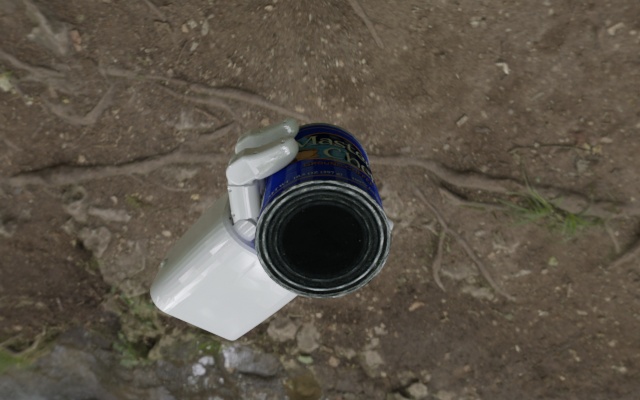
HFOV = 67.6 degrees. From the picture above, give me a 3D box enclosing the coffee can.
[{"bbox_3d":[0.000,0.001,0.417,0.103,0.103,0.140,0,26,-2],"label":"coffee can"}]
